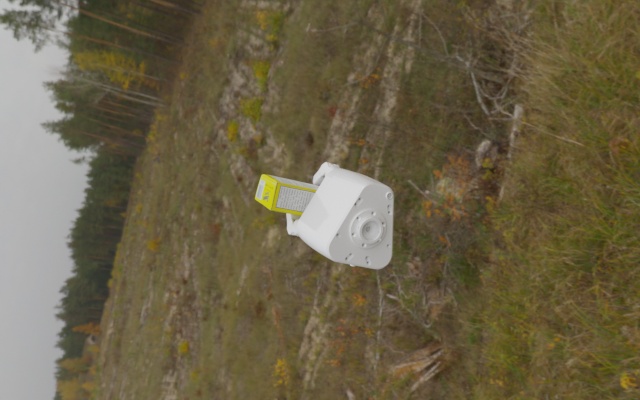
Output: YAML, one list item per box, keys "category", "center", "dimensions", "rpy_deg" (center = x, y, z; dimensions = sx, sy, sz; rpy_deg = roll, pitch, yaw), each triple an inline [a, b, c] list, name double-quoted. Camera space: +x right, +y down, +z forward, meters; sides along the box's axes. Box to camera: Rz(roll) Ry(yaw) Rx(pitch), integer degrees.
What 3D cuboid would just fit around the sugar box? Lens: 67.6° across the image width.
- category: "sugar box"
  center: [0.000, 0.003, 0.711]
  dimensions: [0.176, 0.048, 0.093]
  rpy_deg: [13, 6, -23]
